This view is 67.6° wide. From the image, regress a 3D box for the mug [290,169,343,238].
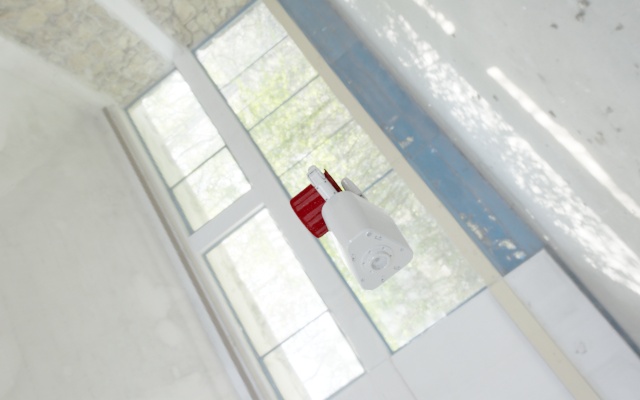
[{"bbox_3d":[0.000,0.002,0.800,0.081,0.093,0.117,-38,32,4],"label":"mug"}]
